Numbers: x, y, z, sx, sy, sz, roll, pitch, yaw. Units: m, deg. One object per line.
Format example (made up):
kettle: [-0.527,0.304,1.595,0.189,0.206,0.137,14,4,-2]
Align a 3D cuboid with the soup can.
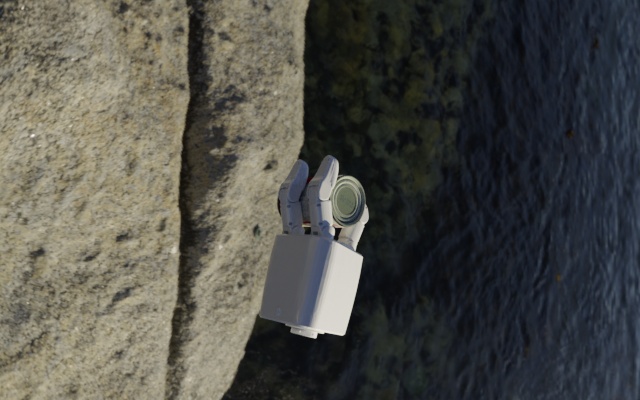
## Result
soup can: [0.001,0.002,0.632,0.068,0.068,0.102,0,-2,-43]
